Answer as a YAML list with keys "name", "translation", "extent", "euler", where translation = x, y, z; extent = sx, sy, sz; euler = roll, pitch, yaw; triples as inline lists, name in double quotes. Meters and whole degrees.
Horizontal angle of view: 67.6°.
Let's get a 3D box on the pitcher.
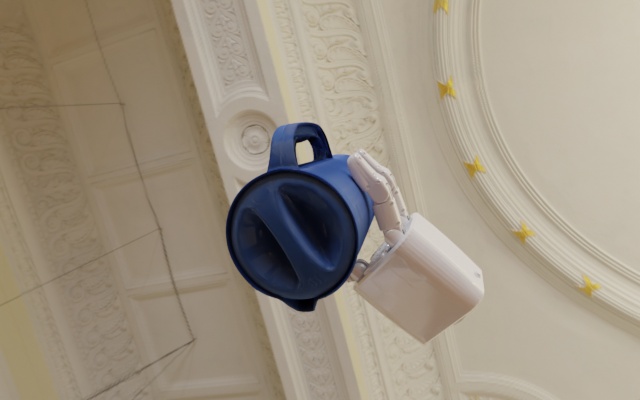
- name: "pitcher"
  translation: [0.000, 0.002, 0.556]
  extent: [0.145, 0.149, 0.242]
  euler: [39, 19, 4]
